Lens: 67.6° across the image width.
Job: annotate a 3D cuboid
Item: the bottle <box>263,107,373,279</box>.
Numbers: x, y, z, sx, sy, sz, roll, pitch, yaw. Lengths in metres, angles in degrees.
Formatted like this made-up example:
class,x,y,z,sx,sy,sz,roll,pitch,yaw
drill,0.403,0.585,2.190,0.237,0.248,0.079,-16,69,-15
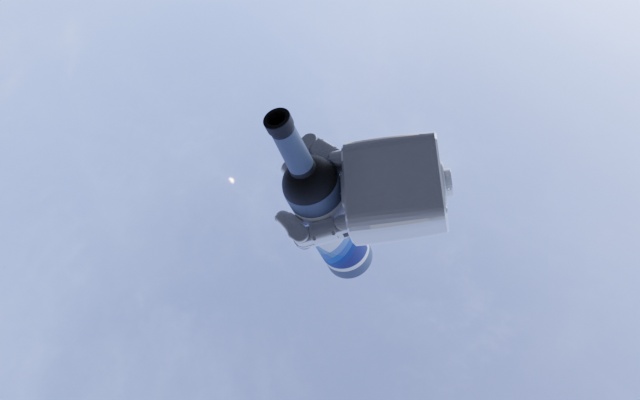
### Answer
class,x,y,z,sx,sy,sz,roll,pitch,yaw
bottle,0.000,0.002,0.564,0.069,0.069,0.296,0,-33,20
